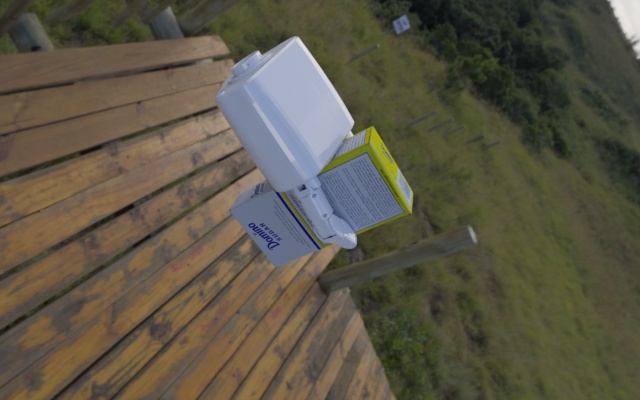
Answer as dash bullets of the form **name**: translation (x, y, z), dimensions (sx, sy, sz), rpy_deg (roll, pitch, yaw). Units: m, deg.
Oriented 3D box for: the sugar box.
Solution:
- **sugar box**: translation (0.000, 0.001, 0.514), dimensions (0.176, 0.093, 0.048), rpy_deg (-22, 26, 26)
